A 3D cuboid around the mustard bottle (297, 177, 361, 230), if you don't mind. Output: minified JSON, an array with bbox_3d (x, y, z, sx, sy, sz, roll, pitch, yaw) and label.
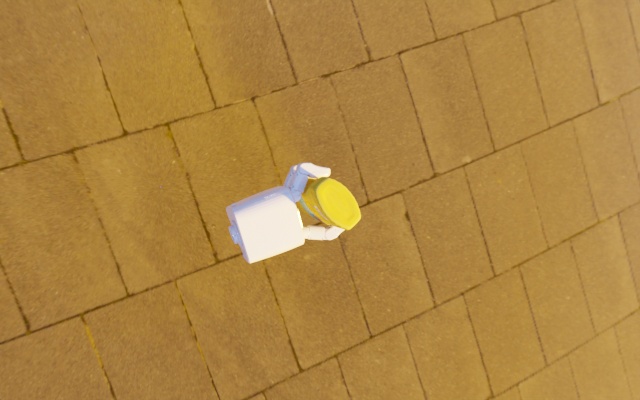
[{"bbox_3d":[0.000,0.003,0.866,0.058,0.096,0.191,-45,14,-12],"label":"mustard bottle"}]
